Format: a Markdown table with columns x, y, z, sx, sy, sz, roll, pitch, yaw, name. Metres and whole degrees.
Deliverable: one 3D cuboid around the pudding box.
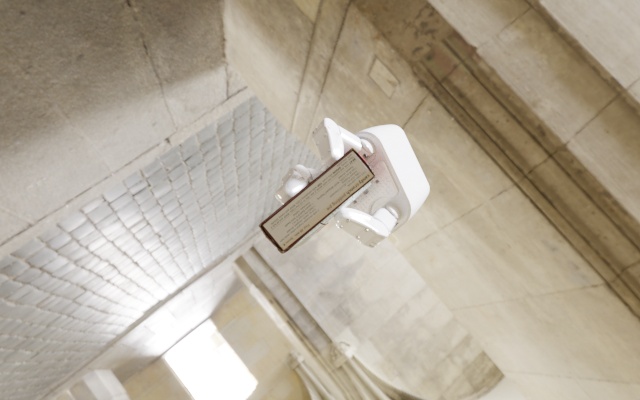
| x | y | z | sx | sy | sz | roll | pitch | yaw | name |
| --- | --- | --- | --- | --- | --- | --- | --- | --- | --- |
| 0.000 | 0.002 | 0.466 | 0.113 | 0.039 | 0.090 | -42 | -5 | 1 | pudding box |
